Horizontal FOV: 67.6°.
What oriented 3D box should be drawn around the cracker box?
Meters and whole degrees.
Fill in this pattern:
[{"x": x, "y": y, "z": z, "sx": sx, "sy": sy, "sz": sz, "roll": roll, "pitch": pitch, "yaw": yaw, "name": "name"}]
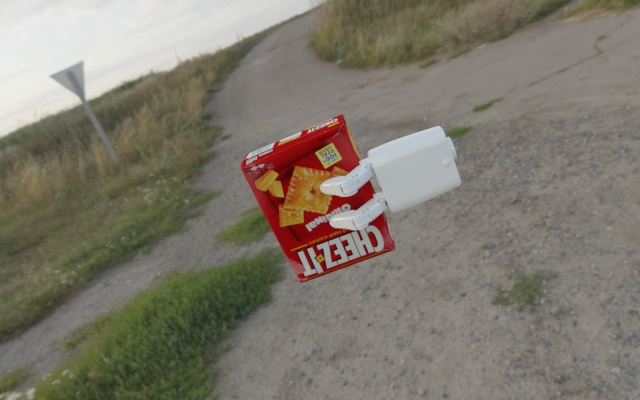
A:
[{"x": 0.000, "y": 0.002, "z": 0.723, "sx": 0.164, "sy": 0.214, "sz": 0.072, "roll": -21, "pitch": 21, "yaw": 10, "name": "cracker box"}]
